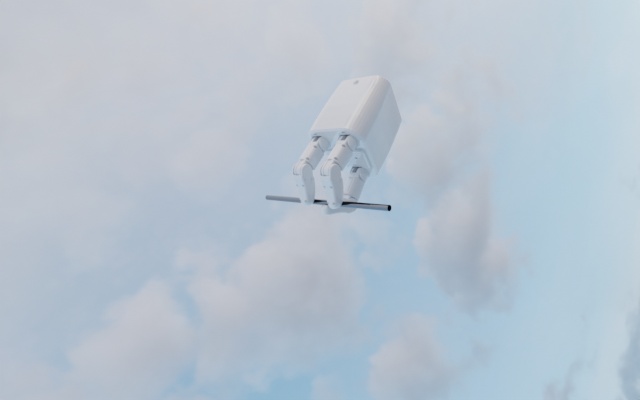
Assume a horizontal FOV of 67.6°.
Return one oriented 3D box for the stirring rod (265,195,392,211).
[{"bbox_3d":[0.000,0.002,0.665,0.011,0.011,0.239,0,3,-44],"label":"stirring rod"}]
